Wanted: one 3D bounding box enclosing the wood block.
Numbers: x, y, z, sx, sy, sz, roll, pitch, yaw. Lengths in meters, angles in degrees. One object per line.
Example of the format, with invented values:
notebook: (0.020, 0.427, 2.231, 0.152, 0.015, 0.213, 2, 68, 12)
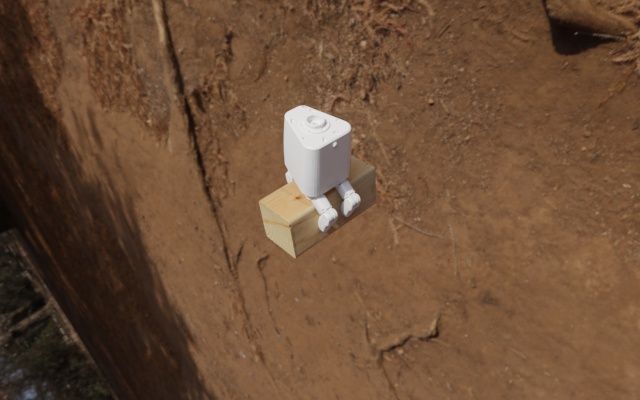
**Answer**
wood block: (0.000, 0.003, 0.889, 0.206, 0.090, 0.090, -32, 44, -27)
